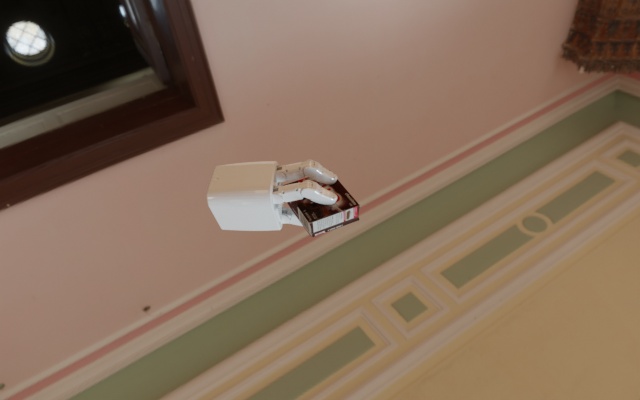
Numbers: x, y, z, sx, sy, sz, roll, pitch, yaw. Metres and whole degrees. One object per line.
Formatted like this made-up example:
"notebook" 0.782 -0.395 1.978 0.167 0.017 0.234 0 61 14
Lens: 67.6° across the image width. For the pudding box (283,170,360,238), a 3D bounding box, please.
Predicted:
"pudding box" 0.000 0.003 0.791 0.090 0.039 0.113 -20 44 -17
